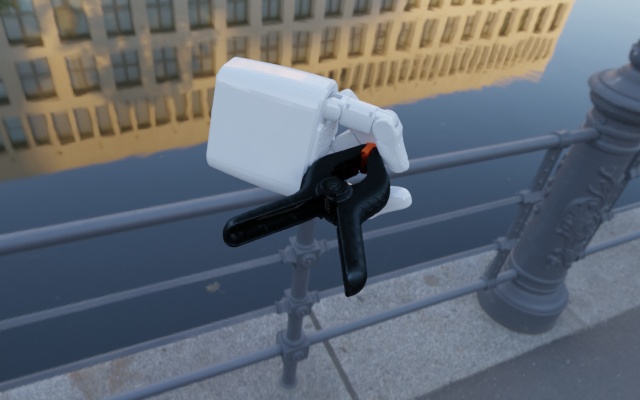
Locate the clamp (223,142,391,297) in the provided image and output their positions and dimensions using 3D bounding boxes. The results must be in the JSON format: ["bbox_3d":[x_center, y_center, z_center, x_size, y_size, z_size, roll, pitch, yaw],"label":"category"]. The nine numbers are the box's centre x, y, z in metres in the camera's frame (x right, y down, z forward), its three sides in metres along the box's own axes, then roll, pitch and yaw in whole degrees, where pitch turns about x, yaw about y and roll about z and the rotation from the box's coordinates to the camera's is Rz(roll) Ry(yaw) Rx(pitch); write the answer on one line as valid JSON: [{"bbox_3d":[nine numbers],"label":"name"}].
[{"bbox_3d":[0.000,0.001,0.408,0.120,0.039,0.171,18,41,10],"label":"clamp"}]
